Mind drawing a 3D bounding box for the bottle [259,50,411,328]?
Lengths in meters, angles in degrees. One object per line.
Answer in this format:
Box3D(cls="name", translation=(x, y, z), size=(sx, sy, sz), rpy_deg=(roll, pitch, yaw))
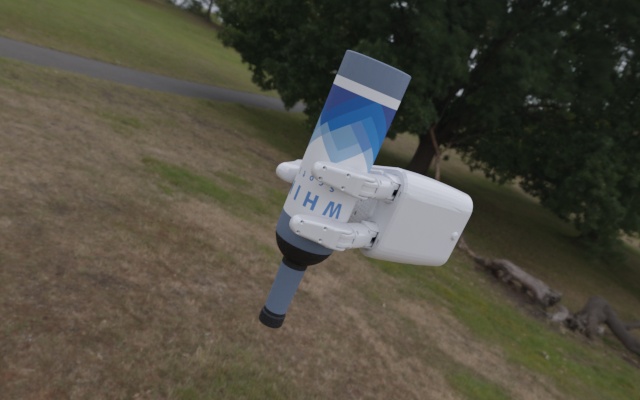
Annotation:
Box3D(cls="bottle", translation=(0.000, 0.001, 0.489), size=(0.069, 0.296, 0.069), rpy_deg=(21, 15, -6))
